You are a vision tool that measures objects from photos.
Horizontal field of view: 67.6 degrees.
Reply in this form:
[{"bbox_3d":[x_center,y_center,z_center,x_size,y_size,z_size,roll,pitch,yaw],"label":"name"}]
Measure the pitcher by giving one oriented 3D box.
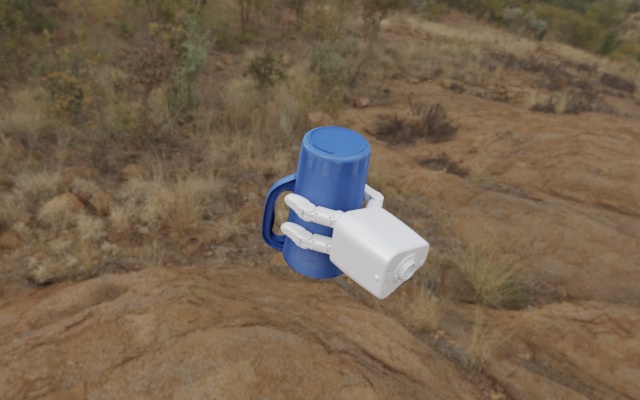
[{"bbox_3d":[0.000,0.003,0.804,0.149,0.243,0.145,-23,46,-37],"label":"pitcher"}]
